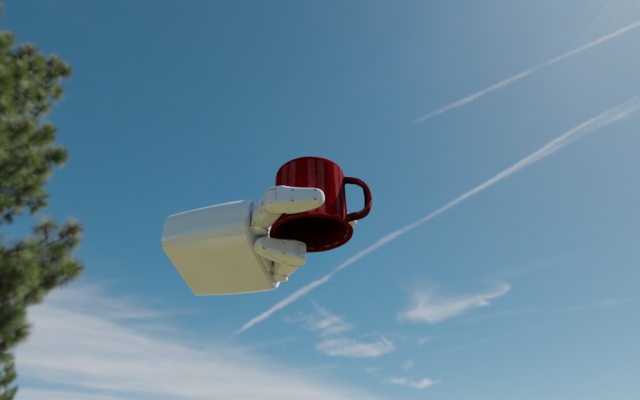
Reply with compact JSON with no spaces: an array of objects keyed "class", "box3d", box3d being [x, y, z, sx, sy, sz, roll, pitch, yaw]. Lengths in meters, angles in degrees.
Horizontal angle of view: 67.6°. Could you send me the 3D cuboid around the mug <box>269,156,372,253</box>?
[{"class":"mug","box3d":[0.001,0.001,0.544,0.117,0.081,0.093,-9,-32,12]}]
